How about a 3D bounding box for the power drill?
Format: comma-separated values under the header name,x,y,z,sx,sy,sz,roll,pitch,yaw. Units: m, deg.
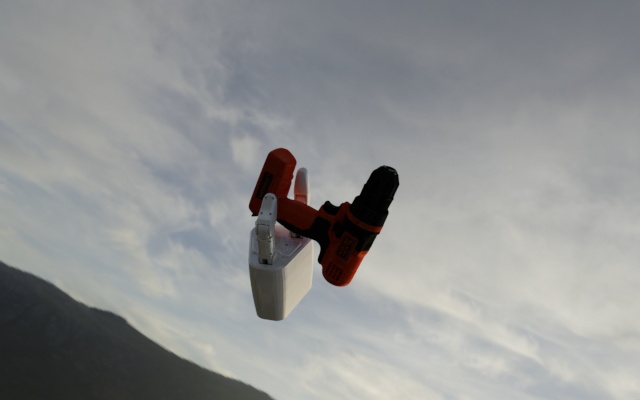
name,x,y,z,sx,sy,sz,roll,pitch,yaw
power drill,0.000,0.002,0.662,0.187,0.184,0.057,33,21,21
